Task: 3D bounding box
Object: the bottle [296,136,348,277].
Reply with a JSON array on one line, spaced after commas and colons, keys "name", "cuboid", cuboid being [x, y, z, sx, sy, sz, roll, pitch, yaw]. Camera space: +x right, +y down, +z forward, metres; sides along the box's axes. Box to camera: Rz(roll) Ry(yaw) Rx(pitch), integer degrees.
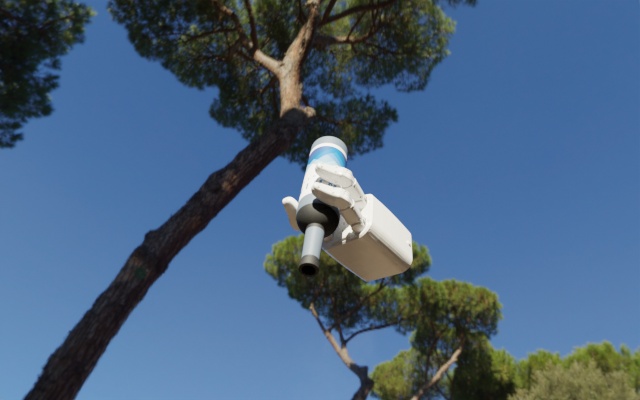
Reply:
[{"name": "bottle", "cuboid": [0.000, 0.002, 0.747, 0.069, 0.069, 0.295, 0, 38, 8]}]
